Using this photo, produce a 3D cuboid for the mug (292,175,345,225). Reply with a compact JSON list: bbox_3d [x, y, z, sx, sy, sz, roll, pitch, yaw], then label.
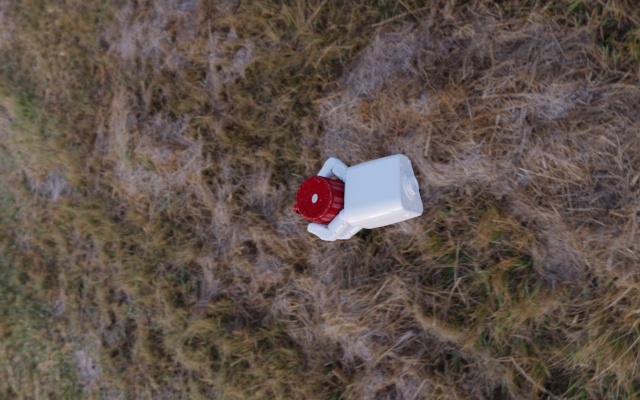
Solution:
[{"bbox_3d":[-0.001,0.003,0.874,0.117,0.093,0.081,-16,-17,32],"label":"mug"}]
